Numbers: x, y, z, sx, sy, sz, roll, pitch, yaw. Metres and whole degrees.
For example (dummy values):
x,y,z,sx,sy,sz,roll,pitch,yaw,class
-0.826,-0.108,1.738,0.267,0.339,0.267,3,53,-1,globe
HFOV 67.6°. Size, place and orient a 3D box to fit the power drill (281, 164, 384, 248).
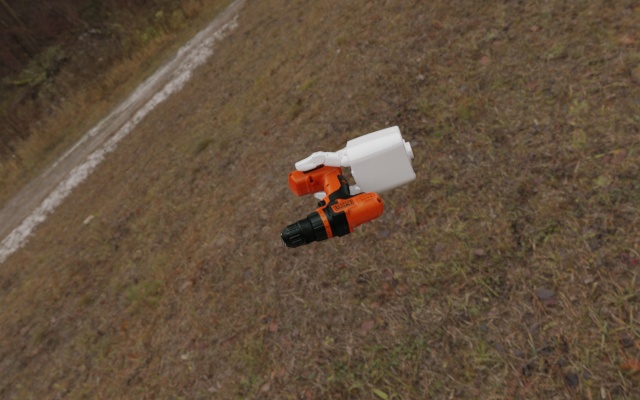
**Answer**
x,y,z,sx,sy,sz,roll,pitch,yaw,class
0.000,0.002,0.870,0.184,0.057,0.187,-19,36,-8,power drill
